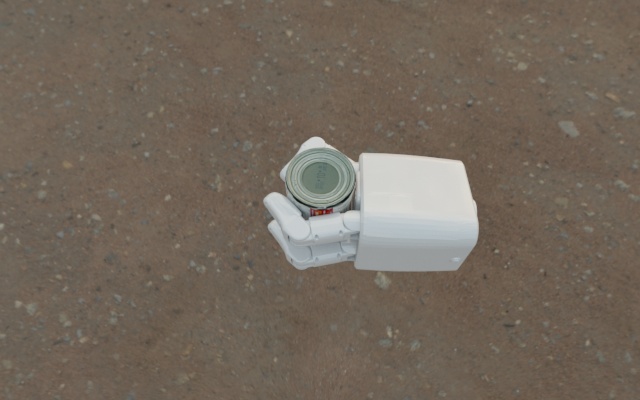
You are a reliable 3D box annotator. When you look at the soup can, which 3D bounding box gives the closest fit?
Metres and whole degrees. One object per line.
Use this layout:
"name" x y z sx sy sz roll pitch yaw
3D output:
"soup can" 0.000 0.001 0.485 0.068 0.068 0.102 0 -28 0
